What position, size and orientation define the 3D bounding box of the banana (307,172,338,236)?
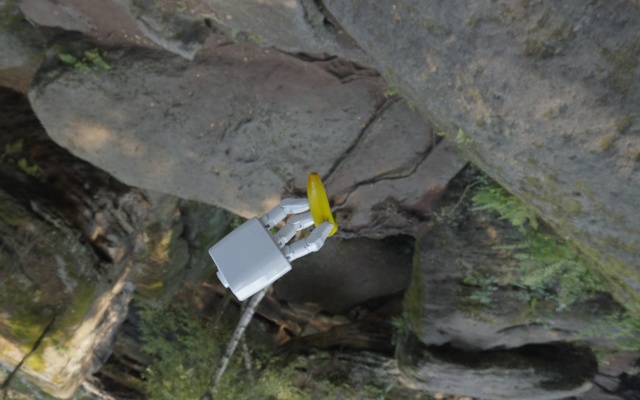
[{"bbox_3d":[0.003,0.021,0.874,0.037,0.069,0.198,-11,-26,6],"label":"banana"}]
